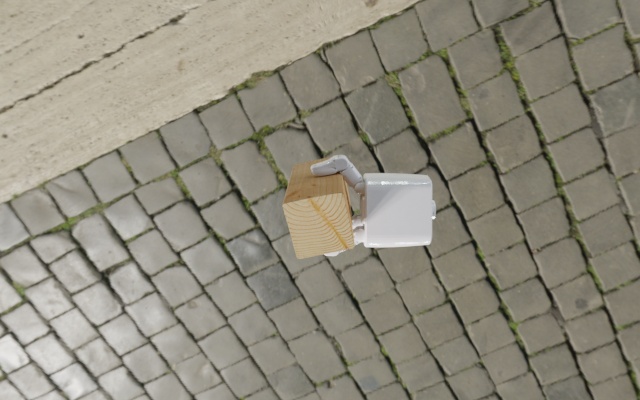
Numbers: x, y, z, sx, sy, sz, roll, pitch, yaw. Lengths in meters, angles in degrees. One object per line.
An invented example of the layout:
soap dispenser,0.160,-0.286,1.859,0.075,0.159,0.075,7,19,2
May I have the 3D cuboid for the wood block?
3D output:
wood block,0.000,0.002,0.778,0.090,0.091,0.206,-11,19,5
